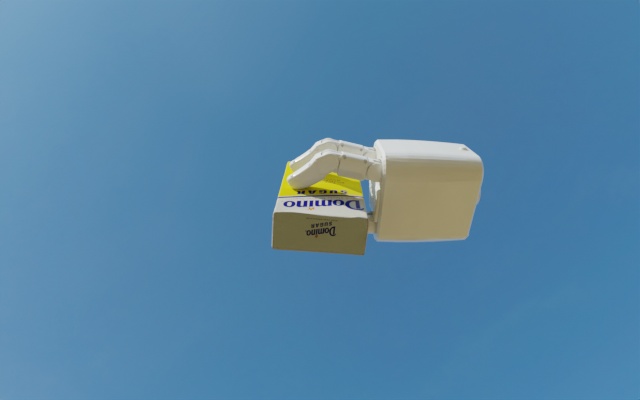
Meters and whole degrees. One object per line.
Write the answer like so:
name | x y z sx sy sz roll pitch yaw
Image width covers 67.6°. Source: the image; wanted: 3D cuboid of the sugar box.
sugar box | 0.000 0.001 0.533 0.093 0.048 0.176 4 18 -2
